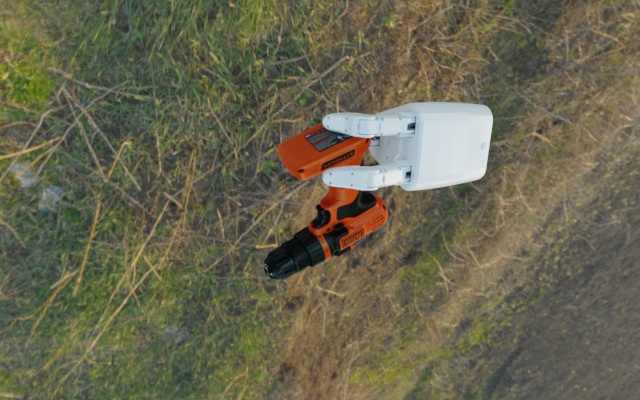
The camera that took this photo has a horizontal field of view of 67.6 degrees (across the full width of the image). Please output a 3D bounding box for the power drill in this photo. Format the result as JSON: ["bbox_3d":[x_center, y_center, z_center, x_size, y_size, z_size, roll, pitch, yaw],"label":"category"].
[{"bbox_3d":[0.000,0.002,0.583,0.184,0.188,0.057,-30,51,-19],"label":"power drill"}]
